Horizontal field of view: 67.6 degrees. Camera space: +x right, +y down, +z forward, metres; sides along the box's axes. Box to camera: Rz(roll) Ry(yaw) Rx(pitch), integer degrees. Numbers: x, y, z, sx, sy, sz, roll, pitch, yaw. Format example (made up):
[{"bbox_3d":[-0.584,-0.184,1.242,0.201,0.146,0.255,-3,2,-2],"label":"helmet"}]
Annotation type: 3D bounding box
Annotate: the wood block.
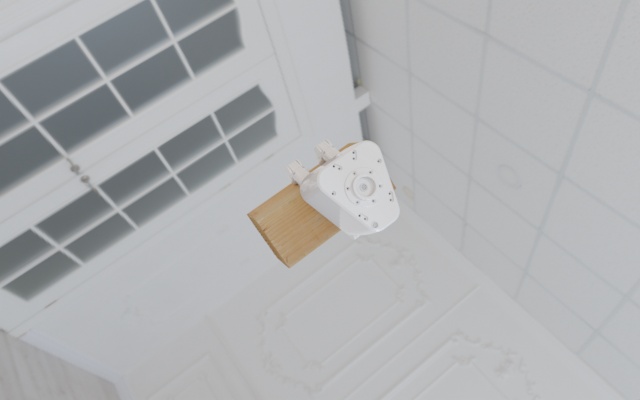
[{"bbox_3d":[0.001,0.003,0.746,0.206,0.091,0.090,-35,14,-12],"label":"wood block"}]
